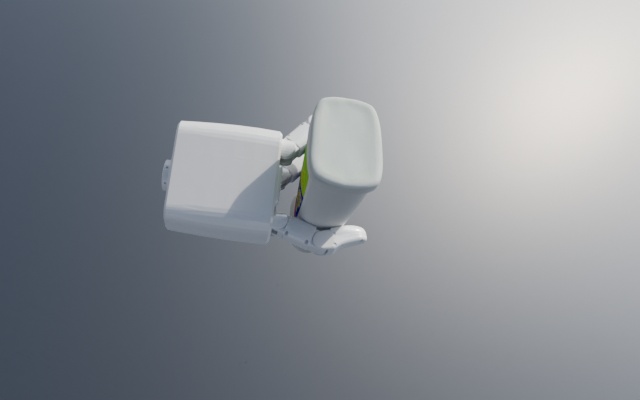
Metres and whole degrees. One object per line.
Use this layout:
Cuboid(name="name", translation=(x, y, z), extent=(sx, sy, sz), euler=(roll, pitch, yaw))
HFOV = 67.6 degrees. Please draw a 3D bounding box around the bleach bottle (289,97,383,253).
Cuboid(name="bleach bottle", translation=(0.000, 0.002, 0.533), extent=(0.068, 0.102, 0.251), euler=(7, -29, -9))
